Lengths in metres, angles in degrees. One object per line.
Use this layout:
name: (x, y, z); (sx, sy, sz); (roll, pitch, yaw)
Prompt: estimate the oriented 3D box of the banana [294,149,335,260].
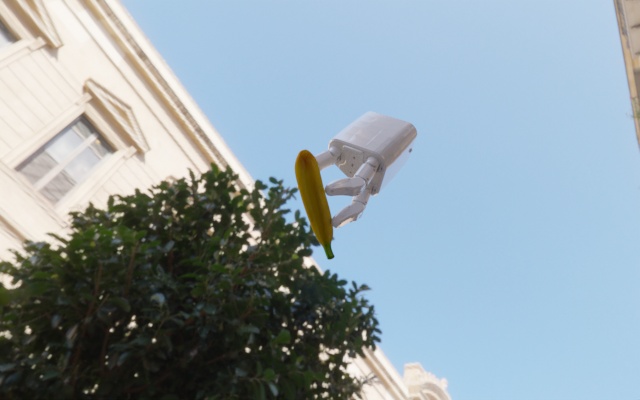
banana: (-0.007, -0.004, 0.711); (0.037, 0.198, 0.069); (-25, 37, -11)
